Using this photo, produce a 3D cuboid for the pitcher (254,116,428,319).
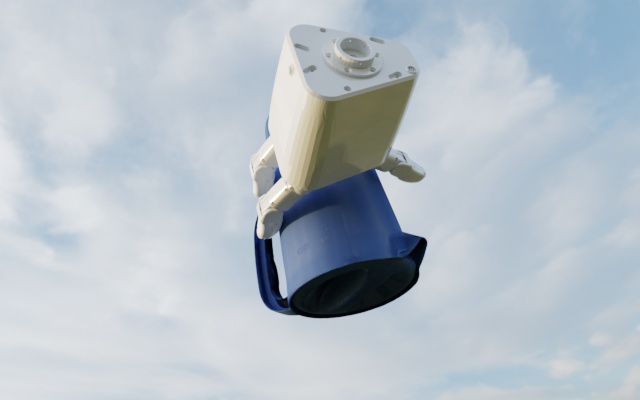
[{"bbox_3d":[0.000,0.002,0.532,0.149,0.242,0.145,-4,-35,-17],"label":"pitcher"}]
